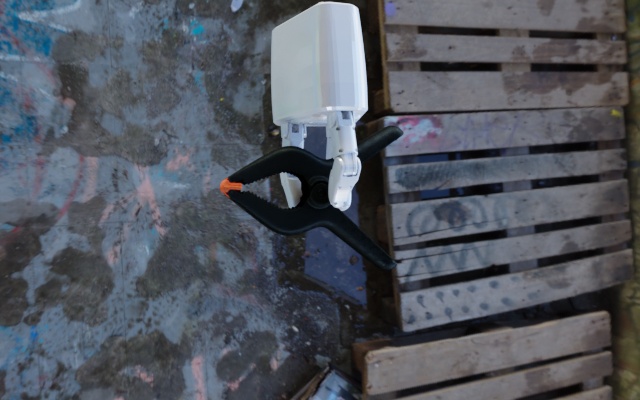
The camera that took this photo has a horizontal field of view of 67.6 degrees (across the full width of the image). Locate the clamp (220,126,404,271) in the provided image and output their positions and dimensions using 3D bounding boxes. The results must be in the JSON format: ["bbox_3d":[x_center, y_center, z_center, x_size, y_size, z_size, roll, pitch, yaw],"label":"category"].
[{"bbox_3d":[0.000,0.001,0.516,0.210,0.164,0.036,-4,0,-20],"label":"clamp"}]
